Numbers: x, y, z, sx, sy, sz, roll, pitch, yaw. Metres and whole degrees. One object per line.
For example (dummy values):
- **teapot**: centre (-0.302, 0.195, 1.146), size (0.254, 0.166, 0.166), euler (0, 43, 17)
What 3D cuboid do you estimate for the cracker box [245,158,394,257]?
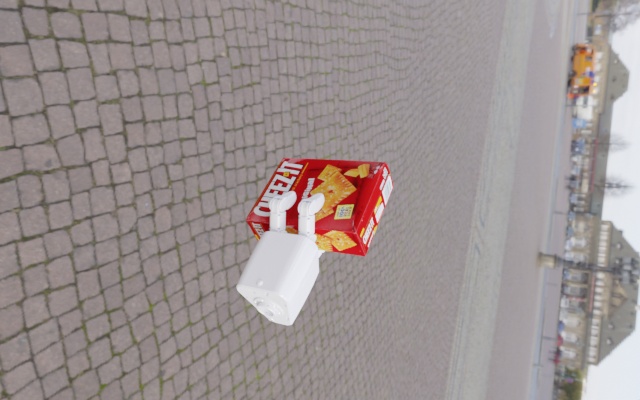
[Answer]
- **cracker box**: centre (0.000, 0.003, 0.835), size (0.213, 0.164, 0.072), euler (5, -41, 28)
